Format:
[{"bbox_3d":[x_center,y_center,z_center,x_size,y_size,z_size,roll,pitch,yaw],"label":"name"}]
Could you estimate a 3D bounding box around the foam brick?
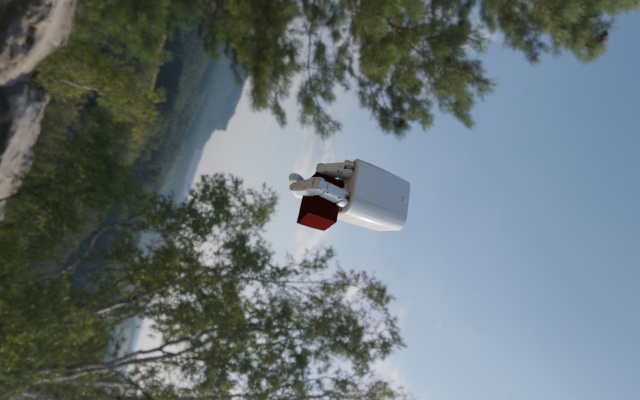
[{"bbox_3d":[0.000,0.003,0.779,0.051,0.078,0.053,20,-27,-17],"label":"foam brick"}]
